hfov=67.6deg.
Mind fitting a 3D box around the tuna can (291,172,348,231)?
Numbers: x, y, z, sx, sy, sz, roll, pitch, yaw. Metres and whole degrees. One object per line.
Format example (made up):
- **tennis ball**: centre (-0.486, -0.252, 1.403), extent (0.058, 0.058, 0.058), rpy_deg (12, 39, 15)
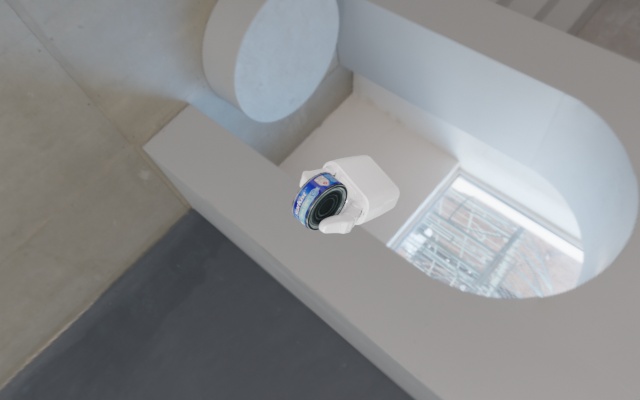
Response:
- **tuna can**: centre (0.000, 0.003, 0.711), extent (0.033, 0.086, 0.086), rpy_deg (40, 22, 29)
